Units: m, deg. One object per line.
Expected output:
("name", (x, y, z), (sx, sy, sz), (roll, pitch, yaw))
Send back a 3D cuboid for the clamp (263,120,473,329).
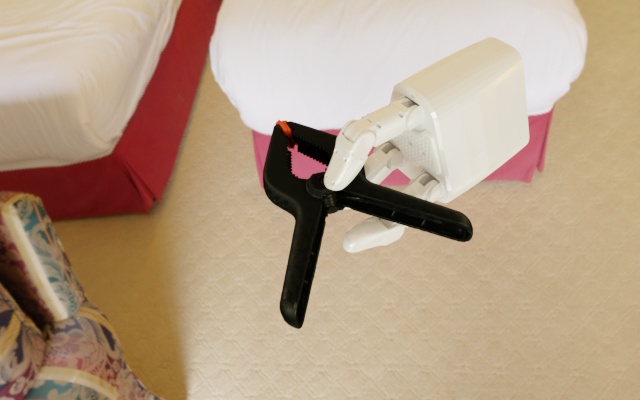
("clamp", (0.000, 0.000, 0.415), (0.164, 0.036, 0.210), (-30, 52, -17))
